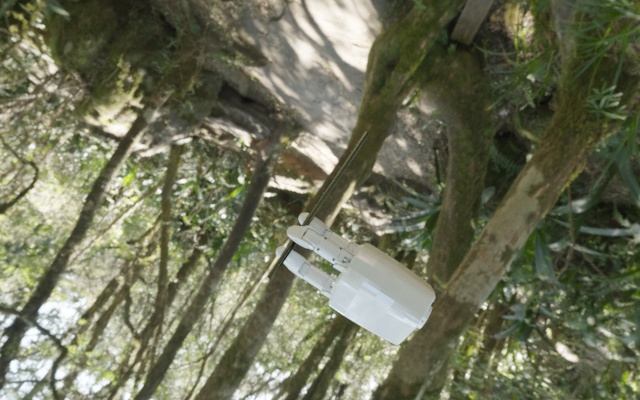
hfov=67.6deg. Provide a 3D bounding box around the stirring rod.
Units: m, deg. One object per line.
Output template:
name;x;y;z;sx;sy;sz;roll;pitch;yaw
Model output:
stirring rod;0.000;0.002;0.634;0.011;0.239;0.011;31;-15;9
